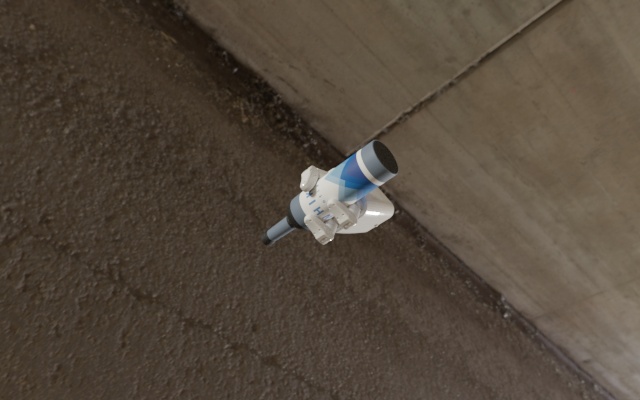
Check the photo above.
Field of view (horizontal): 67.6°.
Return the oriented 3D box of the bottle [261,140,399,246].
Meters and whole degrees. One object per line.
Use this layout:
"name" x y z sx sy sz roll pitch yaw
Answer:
"bottle" 0.000 0.003 0.836 0.296 0.069 0.069 -35 -20 31
